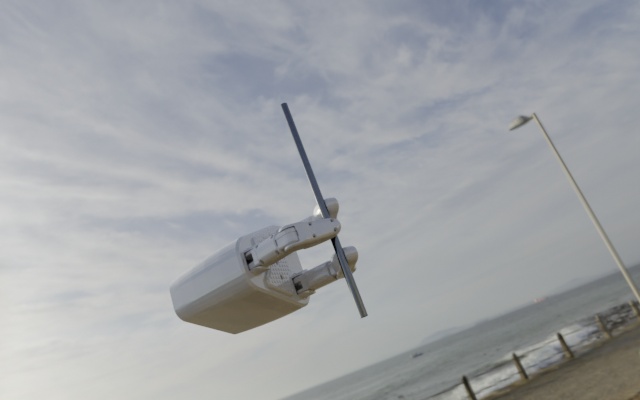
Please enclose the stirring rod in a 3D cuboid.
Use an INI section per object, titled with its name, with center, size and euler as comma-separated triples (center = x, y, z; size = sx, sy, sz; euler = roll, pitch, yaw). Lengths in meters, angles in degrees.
[stirring rod]
center = 0.000, 0.002, 0.481
size = 0.011, 0.239, 0.011
euler = -18, -20, -7
